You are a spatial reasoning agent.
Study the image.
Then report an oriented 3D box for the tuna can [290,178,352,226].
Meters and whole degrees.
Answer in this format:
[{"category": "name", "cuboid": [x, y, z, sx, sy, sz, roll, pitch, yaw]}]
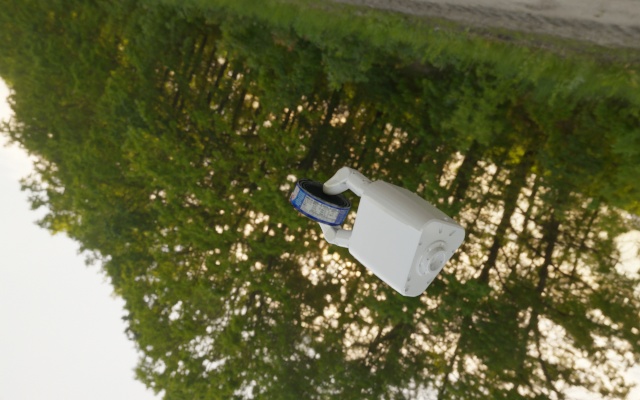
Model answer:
[{"category": "tuna can", "cuboid": [0.000, 0.003, 0.693, 0.086, 0.034, 0.086, 24, 16, -7]}]
